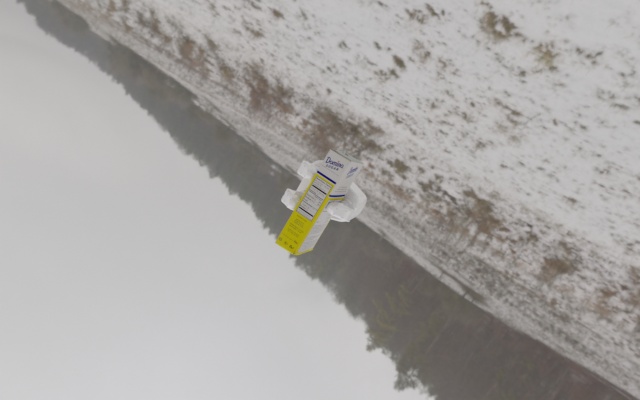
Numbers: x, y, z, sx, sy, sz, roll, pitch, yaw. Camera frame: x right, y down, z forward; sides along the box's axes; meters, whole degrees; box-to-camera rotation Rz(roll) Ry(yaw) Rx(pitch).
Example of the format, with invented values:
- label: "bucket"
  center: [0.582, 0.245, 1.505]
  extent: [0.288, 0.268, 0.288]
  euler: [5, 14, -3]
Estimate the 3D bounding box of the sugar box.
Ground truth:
- label: "sugar box"
  center: [0.000, 0.002, 0.778]
  extent: [0.048, 0.176, 0.093]
  euler: [31, 10, 14]
